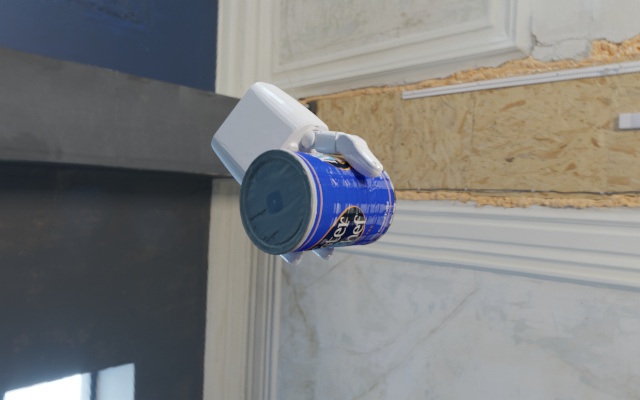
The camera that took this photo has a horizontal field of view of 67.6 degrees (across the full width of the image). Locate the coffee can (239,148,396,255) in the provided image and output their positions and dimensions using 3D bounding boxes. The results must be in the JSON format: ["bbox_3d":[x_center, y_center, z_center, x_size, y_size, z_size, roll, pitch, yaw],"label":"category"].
[{"bbox_3d":[0.000,0.002,0.510,0.103,0.103,0.140,0,0,41],"label":"coffee can"}]
